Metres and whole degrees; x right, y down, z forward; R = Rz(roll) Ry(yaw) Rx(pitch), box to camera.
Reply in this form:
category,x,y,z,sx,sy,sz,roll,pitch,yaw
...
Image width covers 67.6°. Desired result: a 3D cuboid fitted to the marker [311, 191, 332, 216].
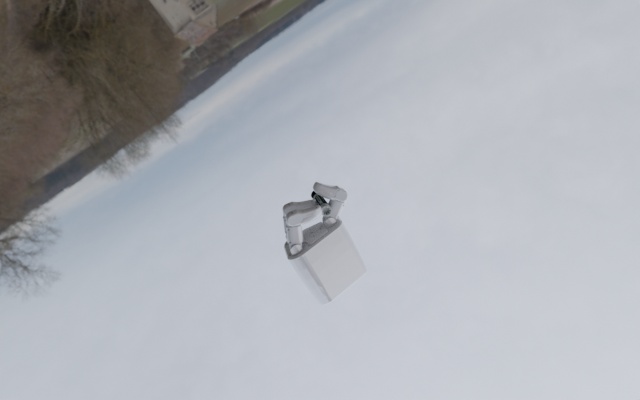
category,x,y,z,sx,sy,sz,roll,pitch,yaw
marker,0.000,0.003,0.836,0.020,0.020,0.121,0,14,-10
